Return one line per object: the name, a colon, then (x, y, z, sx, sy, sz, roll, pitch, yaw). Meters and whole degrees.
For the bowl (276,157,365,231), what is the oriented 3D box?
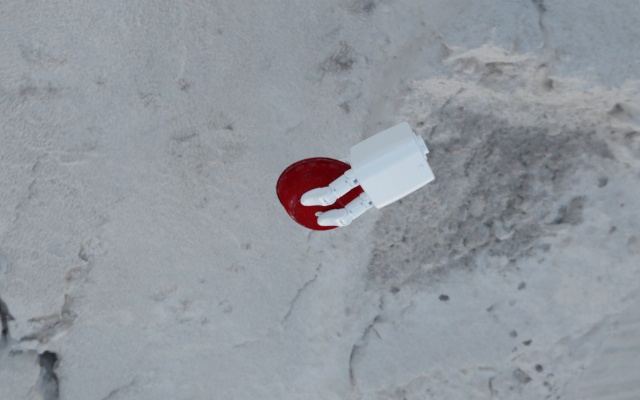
bowl: (-0.001, 0.004, 0.830, 0.162, 0.055, 0.162, 2, -44, 2)
